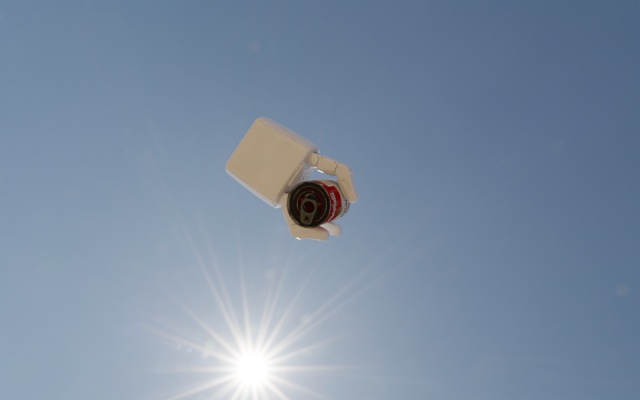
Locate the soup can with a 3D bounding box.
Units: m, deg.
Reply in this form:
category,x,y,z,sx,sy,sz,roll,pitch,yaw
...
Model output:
category,x,y,z,sx,sy,sz,roll,pitch,yaw
soup can,0.001,0.002,0.722,0.068,0.068,0.102,0,4,21
